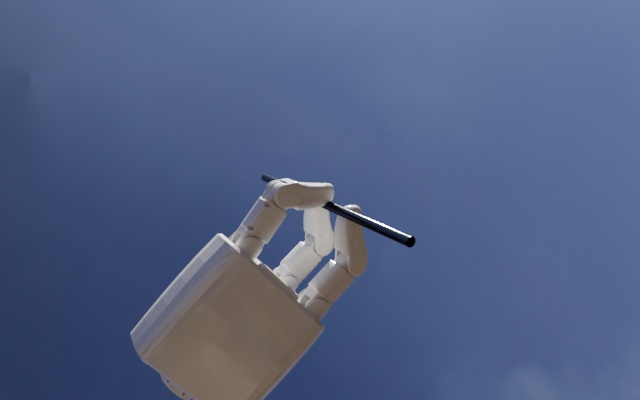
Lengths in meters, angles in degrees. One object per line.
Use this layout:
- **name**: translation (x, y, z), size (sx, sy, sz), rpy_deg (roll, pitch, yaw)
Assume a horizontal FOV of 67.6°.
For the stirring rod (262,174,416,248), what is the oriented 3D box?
- **stirring rod**: translation (0.000, 0.001, 0.421), size (0.011, 0.011, 0.239), rpy_deg (0, 13, -31)
